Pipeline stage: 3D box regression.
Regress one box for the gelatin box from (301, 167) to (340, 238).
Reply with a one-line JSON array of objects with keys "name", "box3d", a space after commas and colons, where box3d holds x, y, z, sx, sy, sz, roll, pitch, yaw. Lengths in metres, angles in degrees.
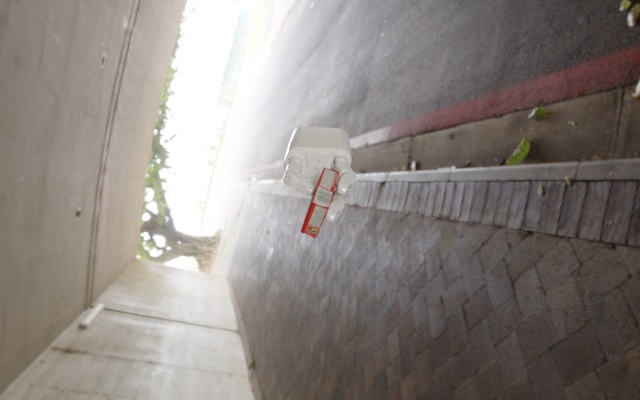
[{"name": "gelatin box", "box3d": [0.000, 0.003, 0.754, 0.030, 0.073, 0.089, 21, 43, -2]}]
